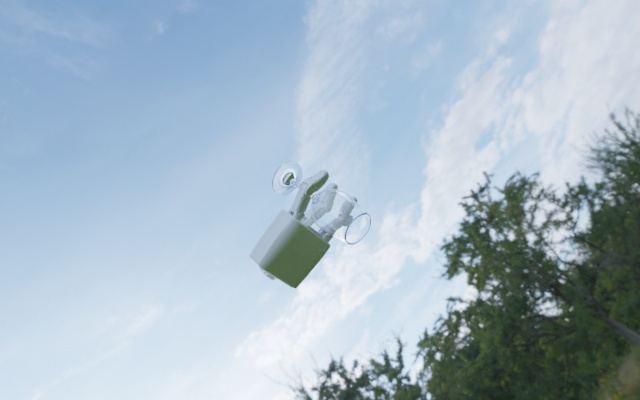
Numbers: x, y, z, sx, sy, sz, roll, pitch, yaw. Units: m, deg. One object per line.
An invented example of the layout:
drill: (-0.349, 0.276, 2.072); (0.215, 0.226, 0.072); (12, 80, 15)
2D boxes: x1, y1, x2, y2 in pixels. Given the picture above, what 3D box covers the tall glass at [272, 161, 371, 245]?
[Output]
tall glass: (0.000, 0.002, 0.869); (0.079, 0.079, 0.201); (0, 27, -47)
